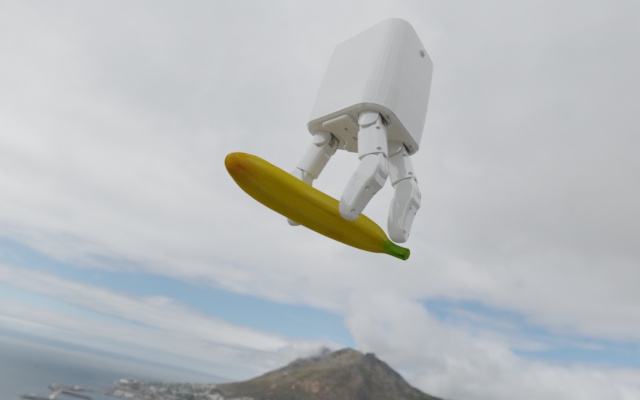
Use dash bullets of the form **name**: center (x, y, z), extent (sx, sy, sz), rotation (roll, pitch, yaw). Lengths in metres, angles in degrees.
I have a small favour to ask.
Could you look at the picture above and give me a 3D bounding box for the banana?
- **banana**: center (-0.006, 0.004, 0.443), extent (0.198, 0.037, 0.069), rotation (27, -17, -25)
